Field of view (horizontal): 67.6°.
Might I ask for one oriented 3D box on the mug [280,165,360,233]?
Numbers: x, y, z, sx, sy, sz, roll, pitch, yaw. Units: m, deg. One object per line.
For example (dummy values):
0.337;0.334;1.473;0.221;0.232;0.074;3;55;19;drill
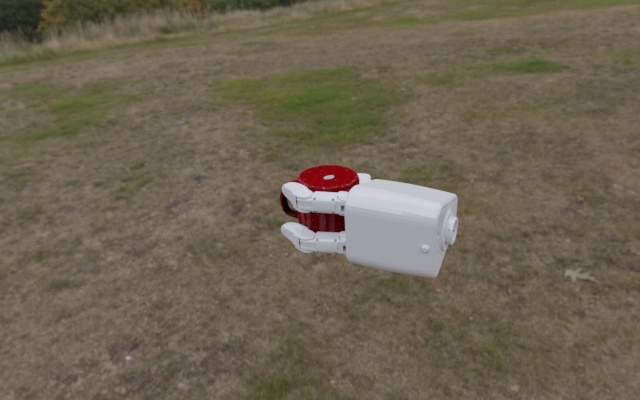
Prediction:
-0.001;0.002;0.635;0.117;0.081;0.093;10;28;23;mug
